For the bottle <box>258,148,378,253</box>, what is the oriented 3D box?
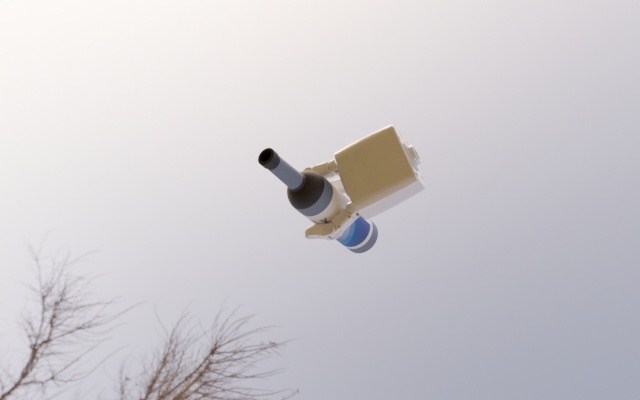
[{"bbox_3d":[0.000,0.003,0.760,0.069,0.069,0.296,0,-25,34],"label":"bottle"}]
